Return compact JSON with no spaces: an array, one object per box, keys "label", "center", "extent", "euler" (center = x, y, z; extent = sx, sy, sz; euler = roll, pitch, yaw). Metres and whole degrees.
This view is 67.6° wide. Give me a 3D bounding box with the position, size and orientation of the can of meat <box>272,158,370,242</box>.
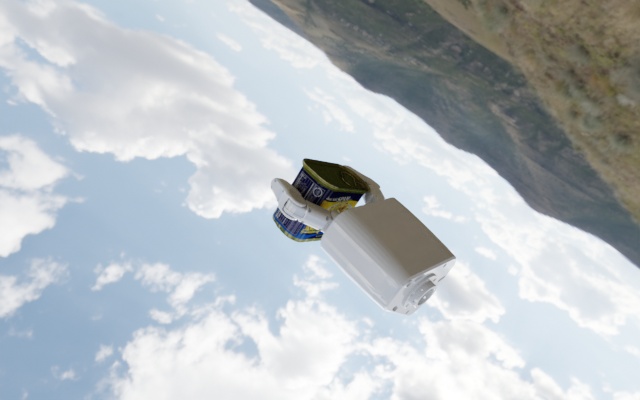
[{"label":"can of meat","center":[0.000,0.002,0.580],"extent":[0.057,0.084,0.102],"euler":[44,22,28]}]
